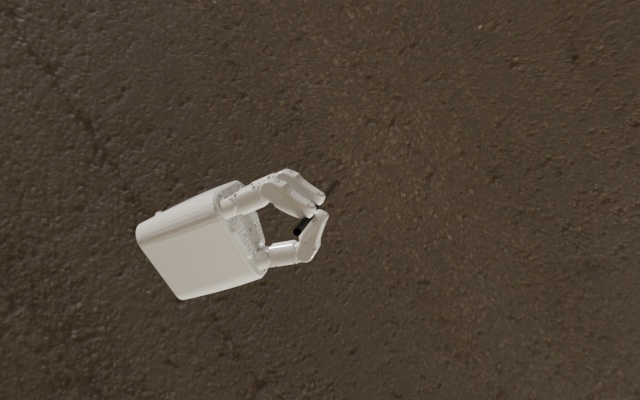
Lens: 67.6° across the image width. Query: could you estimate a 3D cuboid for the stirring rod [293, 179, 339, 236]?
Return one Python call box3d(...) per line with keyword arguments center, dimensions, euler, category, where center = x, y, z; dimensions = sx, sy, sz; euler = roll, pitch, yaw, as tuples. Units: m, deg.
box3d(center=(0.000, 0.002, 0.562), dimensions=(0.011, 0.011, 0.239), euler=(0, 13, 11), category="stirring rod")
